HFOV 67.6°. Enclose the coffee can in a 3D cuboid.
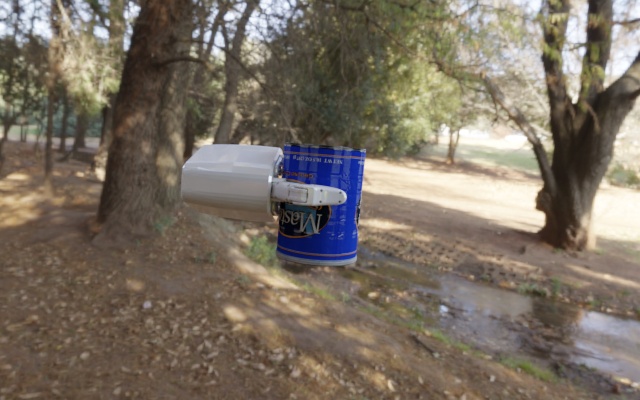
[{"bbox_3d":[0.000,0.002,0.597,0.103,0.140,0.103,5,6,0],"label":"coffee can"}]
